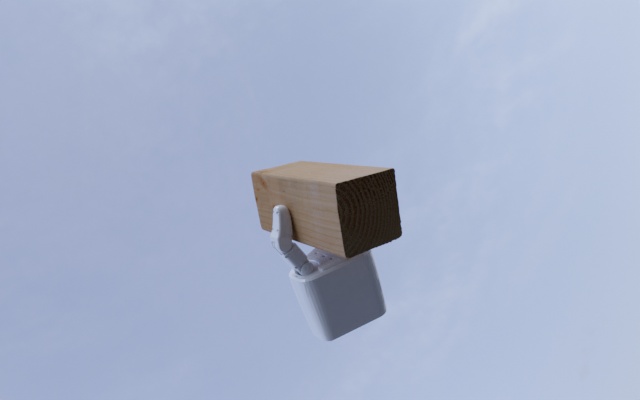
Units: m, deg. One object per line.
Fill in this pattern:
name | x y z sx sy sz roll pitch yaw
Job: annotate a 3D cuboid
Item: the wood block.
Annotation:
wood block | 0.000 0.003 0.632 0.091 0.090 0.206 -17 16 -32
